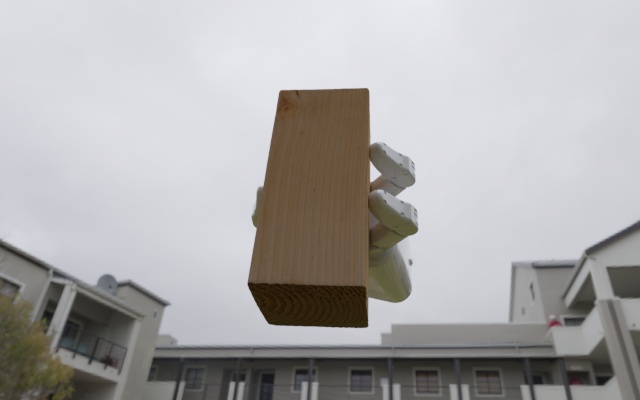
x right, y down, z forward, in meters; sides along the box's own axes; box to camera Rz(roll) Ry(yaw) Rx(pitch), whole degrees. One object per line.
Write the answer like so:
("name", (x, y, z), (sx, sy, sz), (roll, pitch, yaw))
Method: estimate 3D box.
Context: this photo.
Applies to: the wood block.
("wood block", (0.000, 0.002, 0.439), (0.091, 0.206, 0.090), (0, -35, 7))
